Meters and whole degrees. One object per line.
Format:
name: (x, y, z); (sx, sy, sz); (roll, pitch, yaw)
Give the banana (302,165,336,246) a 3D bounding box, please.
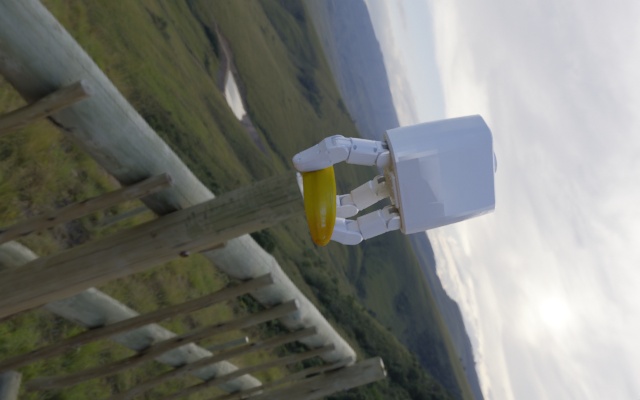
banana: (-0.002, -0.017, 0.542); (0.037, 0.070, 0.197); (-6, 18, -1)
